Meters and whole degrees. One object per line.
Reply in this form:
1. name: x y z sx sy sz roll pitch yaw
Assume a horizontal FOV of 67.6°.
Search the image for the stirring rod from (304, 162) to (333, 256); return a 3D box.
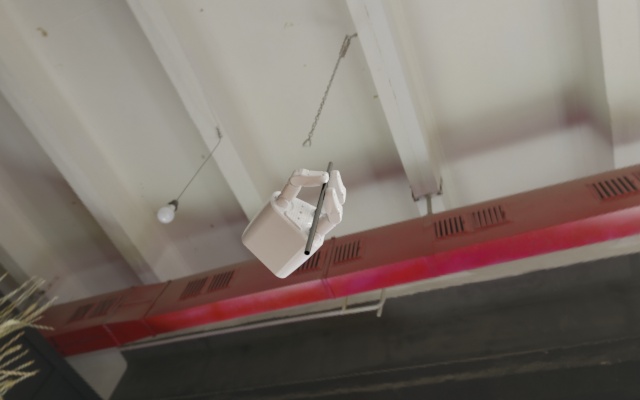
1. stirring rod: 0.000 0.002 0.709 0.011 0.011 0.239 0 33 10
